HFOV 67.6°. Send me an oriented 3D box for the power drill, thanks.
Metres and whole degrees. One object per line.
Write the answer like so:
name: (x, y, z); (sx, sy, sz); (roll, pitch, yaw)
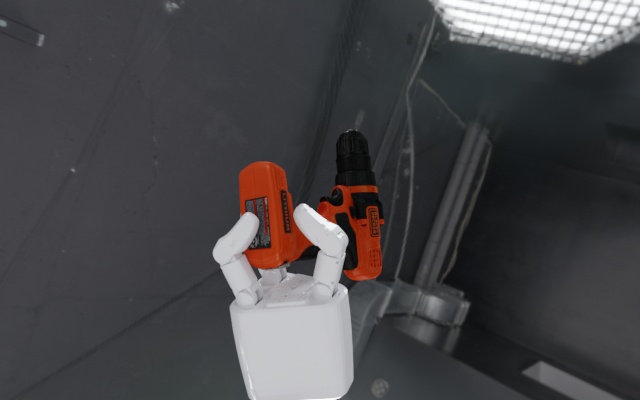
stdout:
power drill: (0.000, 0.002, 0.532); (0.057, 0.184, 0.187); (-13, -11, 43)
